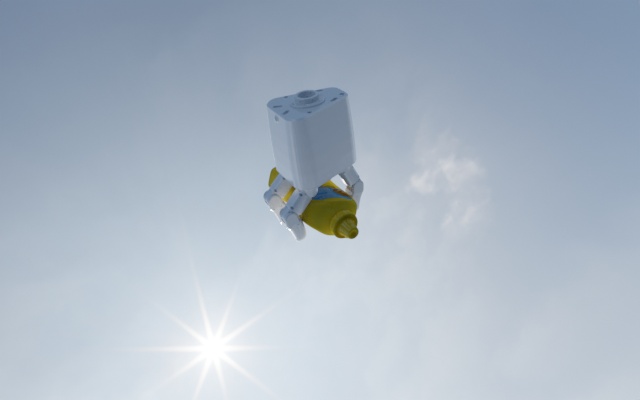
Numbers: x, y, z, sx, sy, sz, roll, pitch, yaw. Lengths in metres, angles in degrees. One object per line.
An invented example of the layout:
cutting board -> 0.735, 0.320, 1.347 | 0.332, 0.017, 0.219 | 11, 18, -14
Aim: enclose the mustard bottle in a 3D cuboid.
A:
mustard bottle -> 0.000, 0.003, 0.726 | 0.096, 0.058, 0.191 | 1, 26, -33
